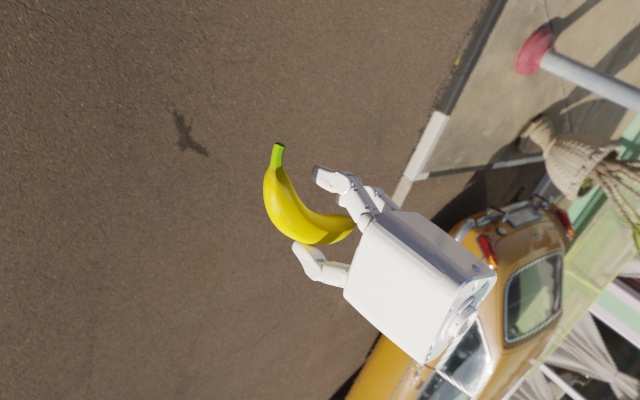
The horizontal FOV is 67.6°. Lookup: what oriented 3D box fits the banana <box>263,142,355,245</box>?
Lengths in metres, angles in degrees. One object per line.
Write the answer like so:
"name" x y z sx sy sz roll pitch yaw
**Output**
"banana" -0.013 0.015 0.535 0.037 0.069 0.198 35 -6 35
